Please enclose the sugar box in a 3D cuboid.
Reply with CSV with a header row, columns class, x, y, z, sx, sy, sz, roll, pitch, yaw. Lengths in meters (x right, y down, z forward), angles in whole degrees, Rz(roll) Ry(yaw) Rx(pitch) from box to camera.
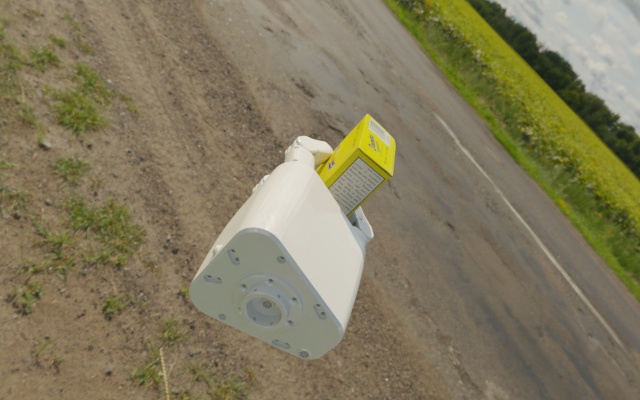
class,x,y,z,sx,sy,sz,roll,pitch,yaw
sugar box,0.000,0.001,0.480,0.176,0.048,0.093,-44,13,27
